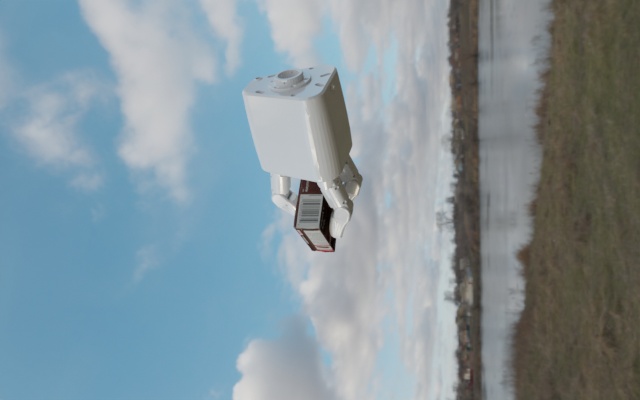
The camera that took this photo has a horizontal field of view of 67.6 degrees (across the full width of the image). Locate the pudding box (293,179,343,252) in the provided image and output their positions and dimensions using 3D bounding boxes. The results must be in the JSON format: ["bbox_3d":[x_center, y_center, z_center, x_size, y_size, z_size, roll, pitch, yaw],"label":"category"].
[{"bbox_3d":[0.000,0.002,0.638,0.039,0.113,0.090,2,-24,17],"label":"pudding box"}]
